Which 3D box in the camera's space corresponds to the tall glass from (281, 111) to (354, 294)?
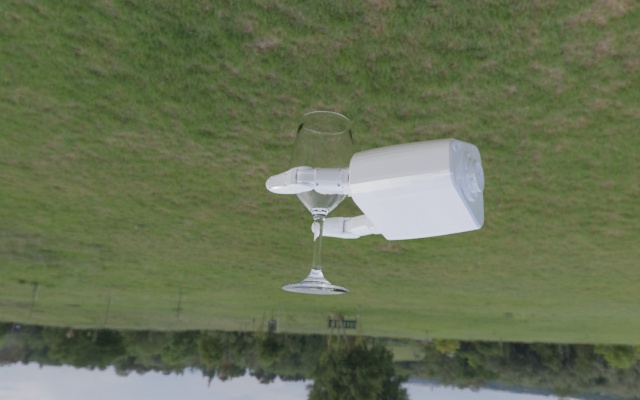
[{"bbox_3d":[0.000,0.002,0.545,0.079,0.201,0.079,3,-17,1],"label":"tall glass"}]
